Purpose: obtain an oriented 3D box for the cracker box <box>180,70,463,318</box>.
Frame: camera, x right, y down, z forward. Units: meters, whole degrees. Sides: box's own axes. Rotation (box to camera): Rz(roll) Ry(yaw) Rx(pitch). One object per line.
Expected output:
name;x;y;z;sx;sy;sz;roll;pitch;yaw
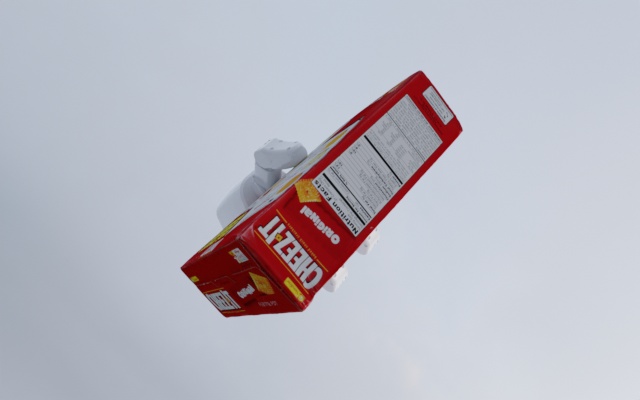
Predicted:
cracker box;0.000;0.001;0.404;0.213;0.072;0.164;-44;8;-30
